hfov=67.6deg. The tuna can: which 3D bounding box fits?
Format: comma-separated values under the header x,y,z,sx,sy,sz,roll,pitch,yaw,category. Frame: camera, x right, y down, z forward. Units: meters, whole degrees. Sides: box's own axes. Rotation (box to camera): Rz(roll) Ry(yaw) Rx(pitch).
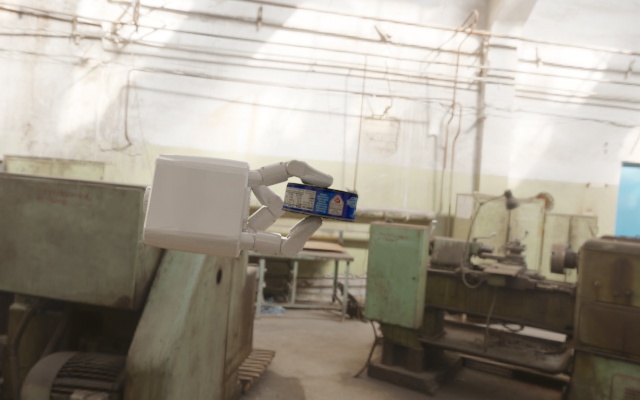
x,y,z,sx,sy,sz,roll,pitch,yaw,category
0.000,0.001,0.553,0.086,0.034,0.086,10,0,0,tuna can
